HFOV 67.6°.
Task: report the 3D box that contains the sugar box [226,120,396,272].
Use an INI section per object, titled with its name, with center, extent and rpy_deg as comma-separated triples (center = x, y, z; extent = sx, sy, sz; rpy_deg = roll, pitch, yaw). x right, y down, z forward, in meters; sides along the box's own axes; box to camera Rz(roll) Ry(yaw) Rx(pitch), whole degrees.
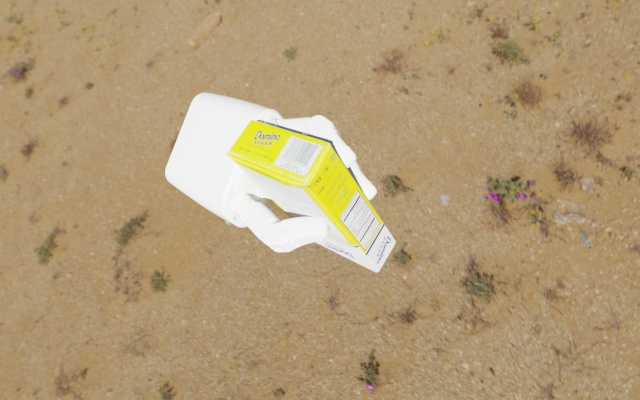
[sugar box]
center = 0.000, 0.001, 0.446
extent = 0.093, 0.048, 0.176
rpy_deg = 23, -14, 35
